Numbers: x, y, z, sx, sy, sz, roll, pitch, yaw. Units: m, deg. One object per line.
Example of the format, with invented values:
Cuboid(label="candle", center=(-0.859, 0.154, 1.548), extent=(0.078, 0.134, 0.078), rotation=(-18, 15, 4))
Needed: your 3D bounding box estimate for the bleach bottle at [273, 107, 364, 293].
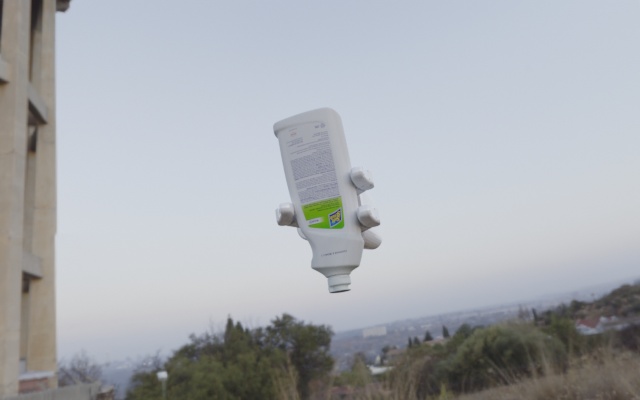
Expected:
Cuboid(label="bleach bottle", center=(0.000, 0.002, 0.660), extent=(0.102, 0.250, 0.068), rotation=(-15, -18, 19))
